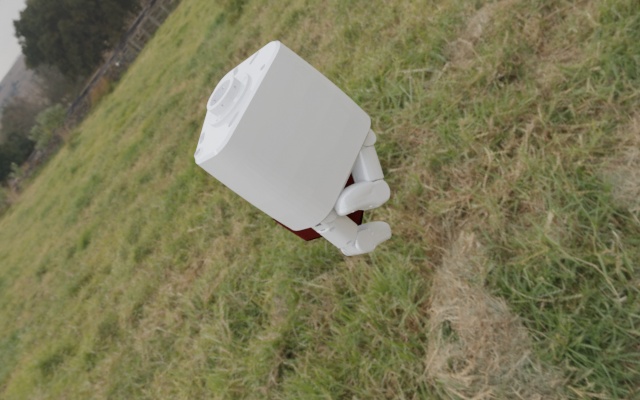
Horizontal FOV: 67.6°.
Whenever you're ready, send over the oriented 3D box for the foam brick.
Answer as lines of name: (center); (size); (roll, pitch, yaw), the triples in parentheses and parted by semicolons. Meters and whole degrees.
foam brick: (0.000, 0.002, 0.472); (0.051, 0.053, 0.078); (33, -34, -33)
